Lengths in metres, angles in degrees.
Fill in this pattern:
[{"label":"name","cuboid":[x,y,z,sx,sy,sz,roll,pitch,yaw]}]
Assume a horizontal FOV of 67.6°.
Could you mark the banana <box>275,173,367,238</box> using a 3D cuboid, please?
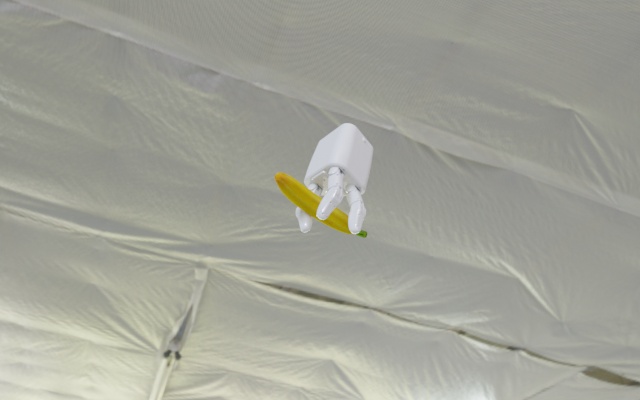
[{"label":"banana","cuboid":[-0.005,0.008,0.855,0.198,0.037,0.069,32,-21,-17]}]
